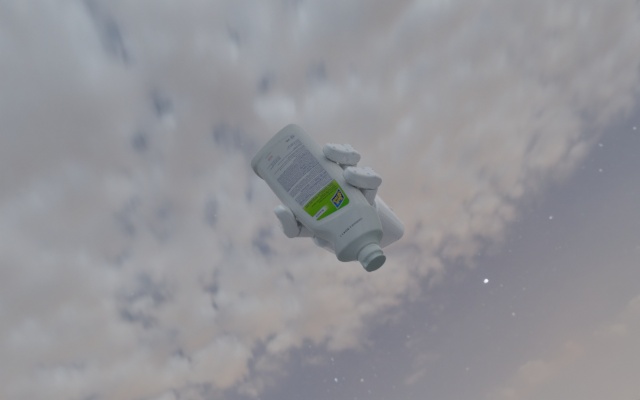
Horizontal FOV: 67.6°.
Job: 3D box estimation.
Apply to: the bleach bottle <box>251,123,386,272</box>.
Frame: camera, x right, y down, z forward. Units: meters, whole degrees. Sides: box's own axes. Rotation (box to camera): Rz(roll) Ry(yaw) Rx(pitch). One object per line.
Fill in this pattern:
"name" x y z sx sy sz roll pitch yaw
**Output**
"bleach bottle" 0.000 0.002 0.644 0.068 0.102 0.250 34 15 -51
